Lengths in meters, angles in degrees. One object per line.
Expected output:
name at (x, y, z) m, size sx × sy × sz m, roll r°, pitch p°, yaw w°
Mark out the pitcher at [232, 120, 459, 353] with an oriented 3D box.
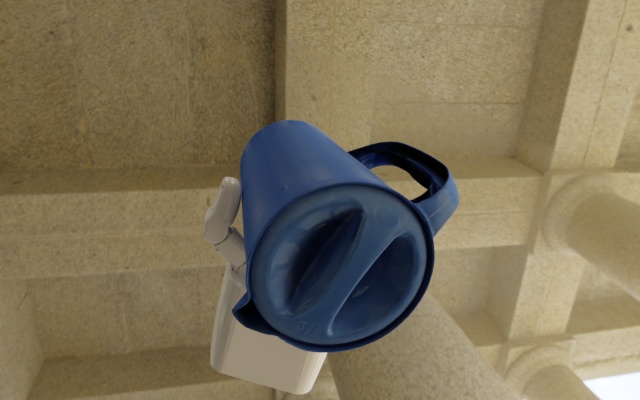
pitcher at (0.000, 0.002, 0.425) m, size 0.149 × 0.145 × 0.242 m, roll 10°, pitch 20°, yaw -18°
